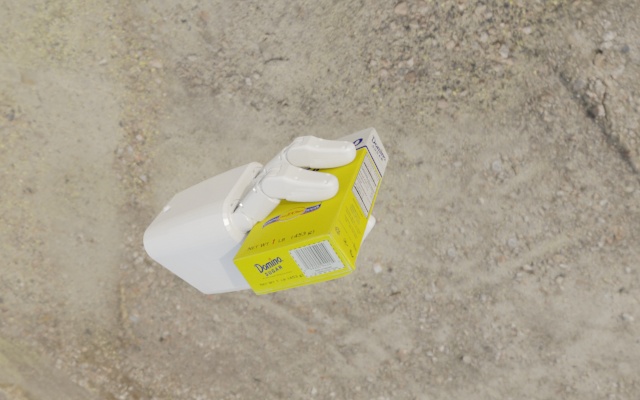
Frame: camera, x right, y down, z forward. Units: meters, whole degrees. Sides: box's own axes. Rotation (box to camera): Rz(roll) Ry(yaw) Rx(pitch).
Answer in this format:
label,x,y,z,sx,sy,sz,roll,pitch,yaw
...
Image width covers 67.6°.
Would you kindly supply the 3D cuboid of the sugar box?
label,x,y,z,sx,sy,sz,roll,pitch,yaw
sugar box,0.000,0.001,0.426,0.093,0.048,0.176,-17,29,27
